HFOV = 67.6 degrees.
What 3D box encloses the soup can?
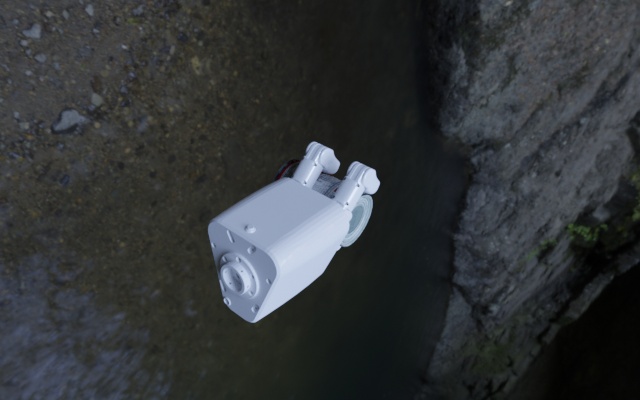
[{"bbox_3d":[0.001,0.002,0.553,0.102,0.068,0.068,28,13,27],"label":"soup can"}]
